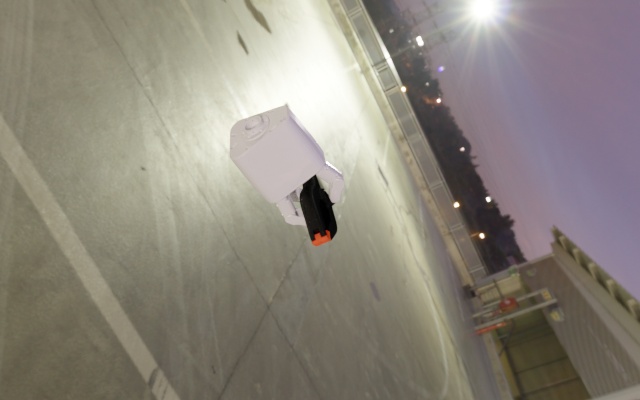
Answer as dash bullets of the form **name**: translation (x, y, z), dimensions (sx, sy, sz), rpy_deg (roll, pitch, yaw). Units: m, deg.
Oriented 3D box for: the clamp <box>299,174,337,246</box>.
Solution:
- **clamp**: translation (0.001, 0.003, 0.808), dimensions (0.036, 0.209, 0.165), rpy_deg (-25, -47, 16)
